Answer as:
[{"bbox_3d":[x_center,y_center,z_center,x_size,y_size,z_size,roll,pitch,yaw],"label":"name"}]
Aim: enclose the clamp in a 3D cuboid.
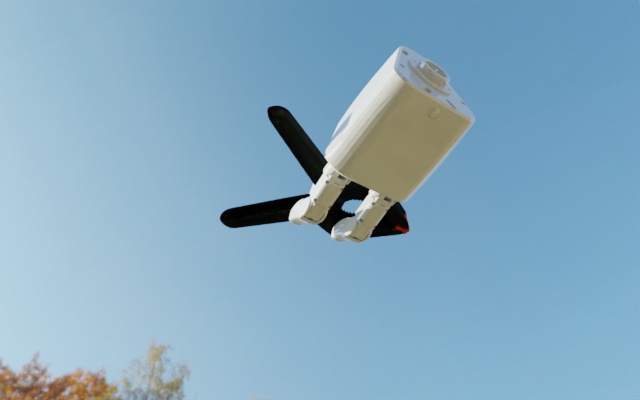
[{"bbox_3d":[0.001,0.001,0.533,0.210,0.036,0.165,24,-53,-21],"label":"clamp"}]
